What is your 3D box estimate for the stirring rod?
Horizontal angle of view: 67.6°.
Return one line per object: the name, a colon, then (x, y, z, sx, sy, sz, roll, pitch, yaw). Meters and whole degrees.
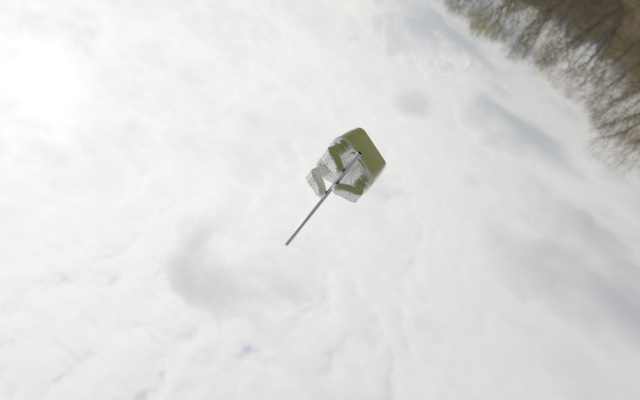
stirring rod: (0.000, 0.003, 0.850, 0.011, 0.011, 0.240, 0, -42, -47)
